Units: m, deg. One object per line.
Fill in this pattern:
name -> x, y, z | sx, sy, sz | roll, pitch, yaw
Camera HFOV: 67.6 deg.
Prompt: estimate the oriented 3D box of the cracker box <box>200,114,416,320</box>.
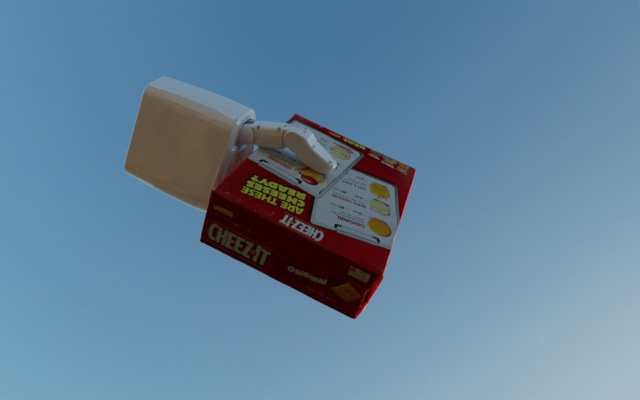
cracker box -> 0.000, 0.001, 0.502 | 0.164, 0.072, 0.213 | 26, 34, 4
